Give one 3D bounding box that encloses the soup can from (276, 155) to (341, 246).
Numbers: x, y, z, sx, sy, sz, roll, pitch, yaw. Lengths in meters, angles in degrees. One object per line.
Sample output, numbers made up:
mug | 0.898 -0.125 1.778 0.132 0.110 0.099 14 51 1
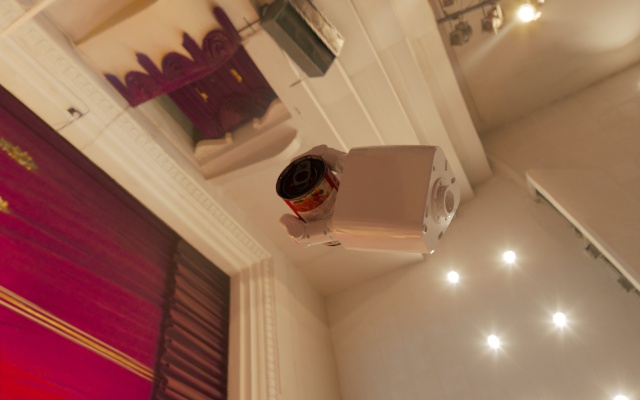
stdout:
soup can | 0.000 0.002 0.590 0.068 0.068 0.102 0 -37 36
